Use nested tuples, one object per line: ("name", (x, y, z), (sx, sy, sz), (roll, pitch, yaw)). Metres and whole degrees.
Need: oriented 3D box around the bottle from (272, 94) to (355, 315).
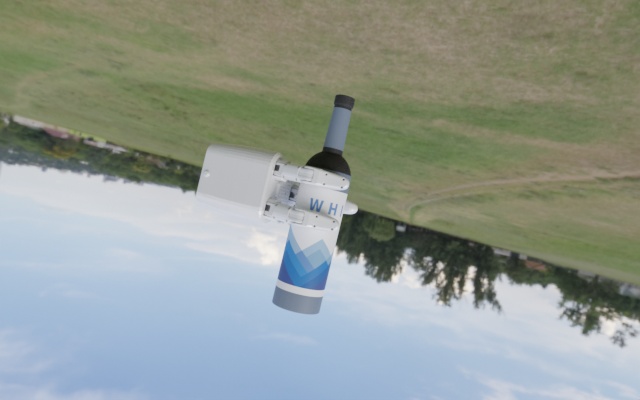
("bottle", (0.000, 0.002, 0.652), (0.069, 0.295, 0.069), (13, 0, 0))
